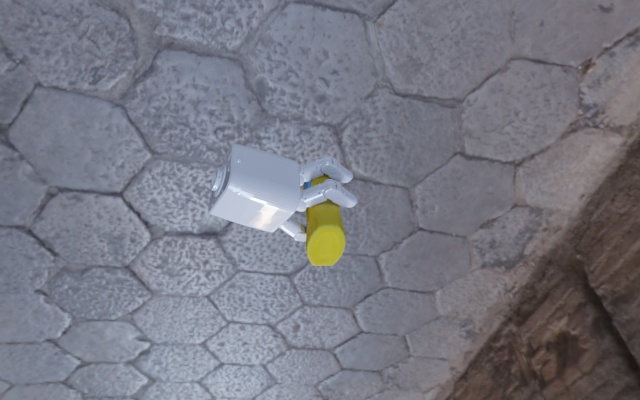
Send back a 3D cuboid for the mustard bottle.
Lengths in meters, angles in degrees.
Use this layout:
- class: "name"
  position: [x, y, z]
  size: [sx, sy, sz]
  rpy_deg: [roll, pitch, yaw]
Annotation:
- class: "mustard bottle"
  position: [0.000, 0.003, 0.759]
  size: [0.058, 0.191, 0.096]
  rpy_deg: [-1, -45, -6]
